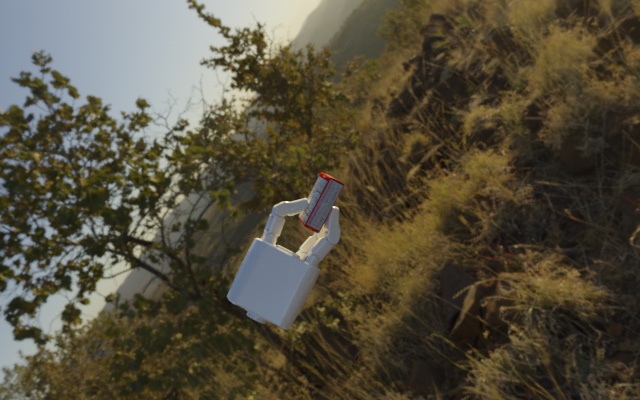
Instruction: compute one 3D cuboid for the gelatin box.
[{"bbox_3d":[0.000,0.002,0.775,0.030,0.089,0.073,26,3,-14],"label":"gelatin box"}]
